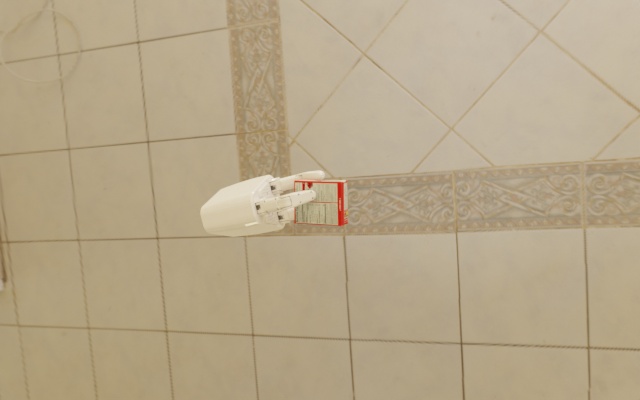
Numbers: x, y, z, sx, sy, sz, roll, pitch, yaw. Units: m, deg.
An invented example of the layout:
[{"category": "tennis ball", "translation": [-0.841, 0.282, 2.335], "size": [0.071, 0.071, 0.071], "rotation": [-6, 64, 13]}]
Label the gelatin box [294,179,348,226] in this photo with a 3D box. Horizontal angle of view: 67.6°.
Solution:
[{"category": "gelatin box", "translation": [0.000, 0.003, 0.790], "size": [0.089, 0.073, 0.030], "rotation": [2, 9, 23]}]
